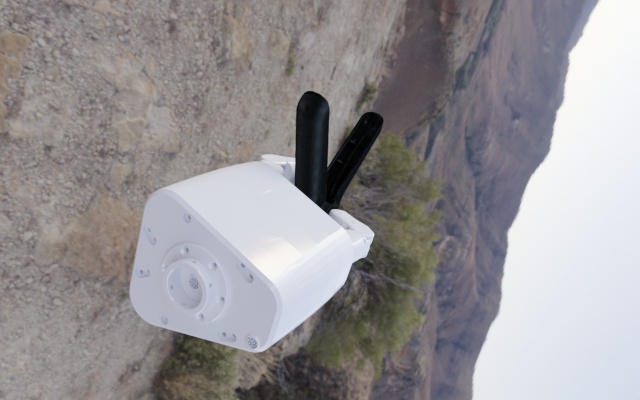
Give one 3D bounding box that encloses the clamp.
[{"bbox_3d":[0.001,0.002,0.454,0.036,0.210,0.164,25,20,21],"label":"clamp"}]
